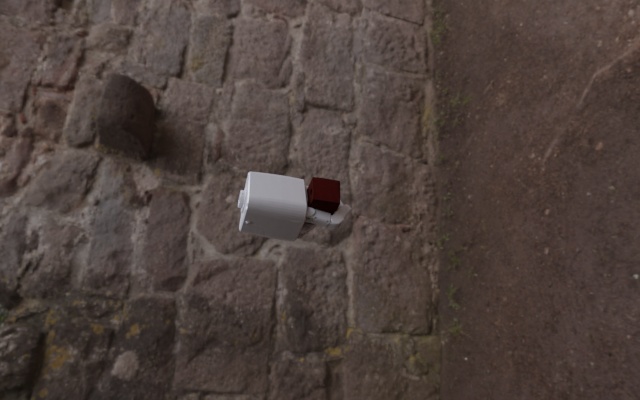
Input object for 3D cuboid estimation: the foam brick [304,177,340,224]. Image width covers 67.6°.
[{"bbox_3d":[0.000,0.003,0.871,0.051,0.053,0.078,10,-39,-13],"label":"foam brick"}]
